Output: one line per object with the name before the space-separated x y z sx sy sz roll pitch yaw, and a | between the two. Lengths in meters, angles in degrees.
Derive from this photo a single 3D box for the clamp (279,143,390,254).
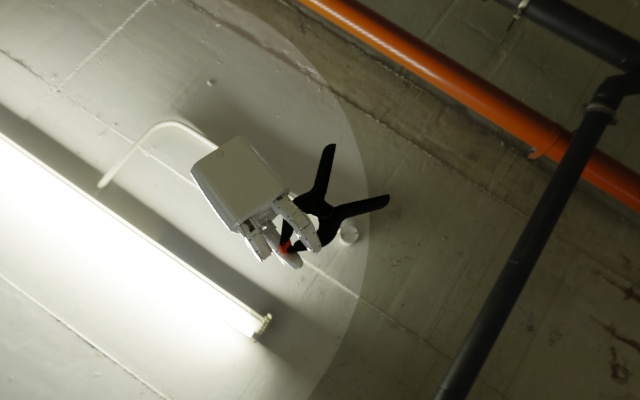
clamp | 0.000 0.003 0.671 0.171 0.120 0.039 -36 -12 -15
